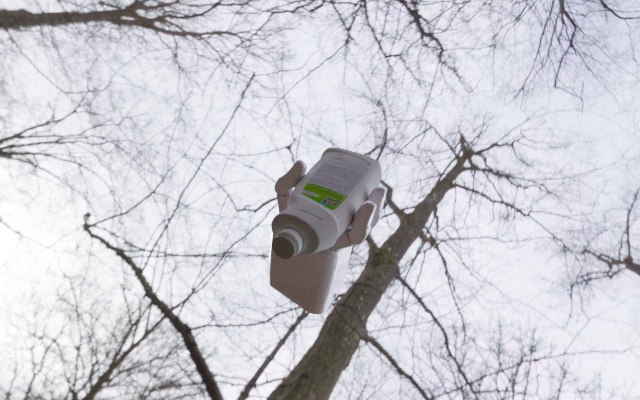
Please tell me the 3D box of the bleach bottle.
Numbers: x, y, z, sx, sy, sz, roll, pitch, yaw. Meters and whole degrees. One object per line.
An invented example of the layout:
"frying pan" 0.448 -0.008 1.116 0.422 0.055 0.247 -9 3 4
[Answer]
"bleach bottle" 0.000 0.002 0.628 0.102 0.068 0.250 16 28 18
